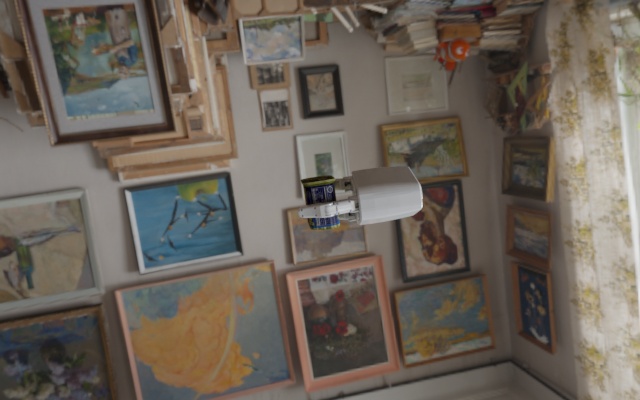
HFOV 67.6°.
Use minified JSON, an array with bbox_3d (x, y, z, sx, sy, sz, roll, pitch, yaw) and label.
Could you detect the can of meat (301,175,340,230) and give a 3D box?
[{"bbox_3d":[0.000,0.003,0.842,0.057,0.084,0.102,-9,8,-3],"label":"can of meat"}]
